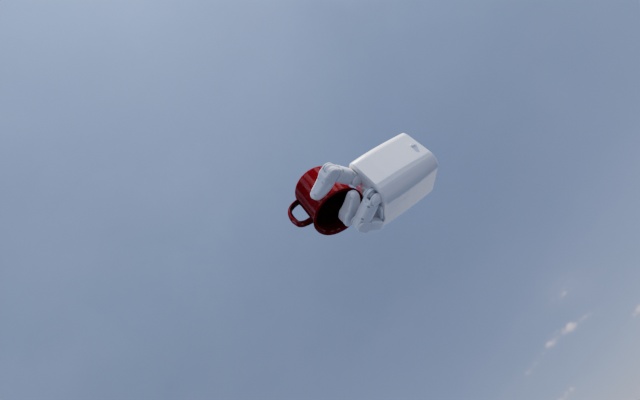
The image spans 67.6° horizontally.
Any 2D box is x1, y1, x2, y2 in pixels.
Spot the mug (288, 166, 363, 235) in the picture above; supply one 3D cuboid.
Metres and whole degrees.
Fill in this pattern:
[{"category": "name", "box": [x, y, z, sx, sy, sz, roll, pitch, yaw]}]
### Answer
[{"category": "mug", "box": [-0.001, 0.003, 0.783, 0.117, 0.093, 0.081, -31, 47, -11]}]
